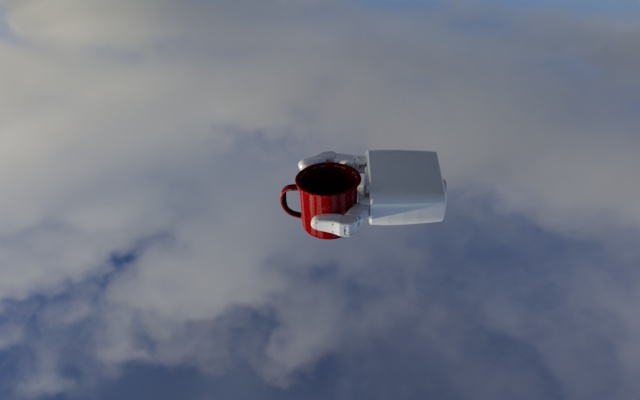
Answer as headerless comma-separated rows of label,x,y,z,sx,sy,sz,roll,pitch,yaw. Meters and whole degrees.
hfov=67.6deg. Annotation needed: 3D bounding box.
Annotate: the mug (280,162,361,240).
mug,-0.001,0.002,0.691,0.117,0.082,0.093,-1,34,3
